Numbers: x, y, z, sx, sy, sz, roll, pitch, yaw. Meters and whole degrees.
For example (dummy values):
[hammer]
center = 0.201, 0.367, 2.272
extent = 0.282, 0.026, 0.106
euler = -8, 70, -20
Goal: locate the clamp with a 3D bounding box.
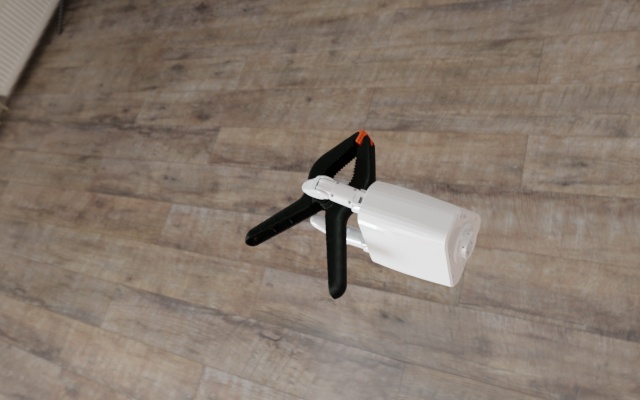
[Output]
[clamp]
center = 0.000, 0.001, 0.612
extent = 0.164, 0.210, 0.036
euler = 18, -14, 32
